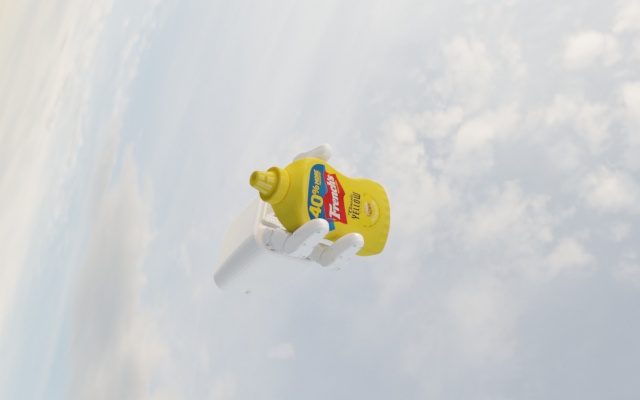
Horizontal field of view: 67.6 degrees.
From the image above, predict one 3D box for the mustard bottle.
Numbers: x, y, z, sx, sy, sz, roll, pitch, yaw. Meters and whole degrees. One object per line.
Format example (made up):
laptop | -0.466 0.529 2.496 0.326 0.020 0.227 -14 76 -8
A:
mustard bottle | 0.001 0.002 0.563 0.192 0.096 0.058 19 -23 -37
